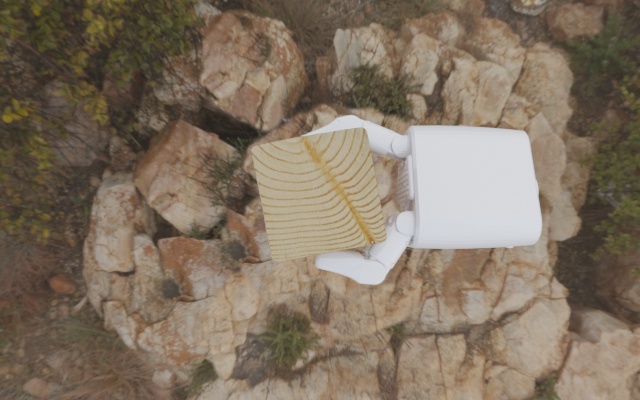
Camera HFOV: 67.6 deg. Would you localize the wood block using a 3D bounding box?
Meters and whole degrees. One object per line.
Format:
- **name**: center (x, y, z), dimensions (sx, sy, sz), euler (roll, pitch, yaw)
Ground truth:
- **wood block**: center (0.000, 0.001, 0.456), dimensions (0.090, 0.091, 0.206), euler (-10, -4, 0)
